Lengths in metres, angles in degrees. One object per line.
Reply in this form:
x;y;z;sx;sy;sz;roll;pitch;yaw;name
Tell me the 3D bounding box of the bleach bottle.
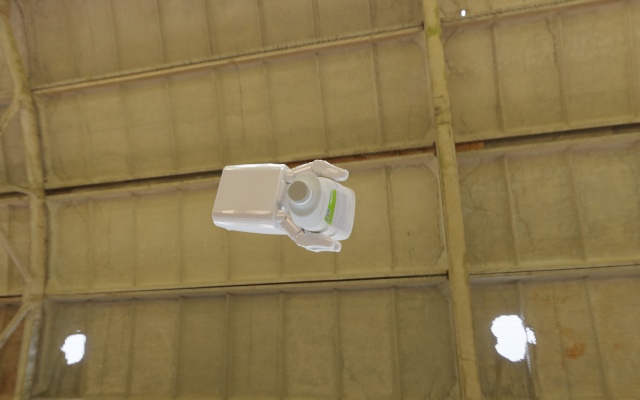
0.000;0.003;0.752;0.068;0.102;0.251;2;-10;14;bleach bottle
